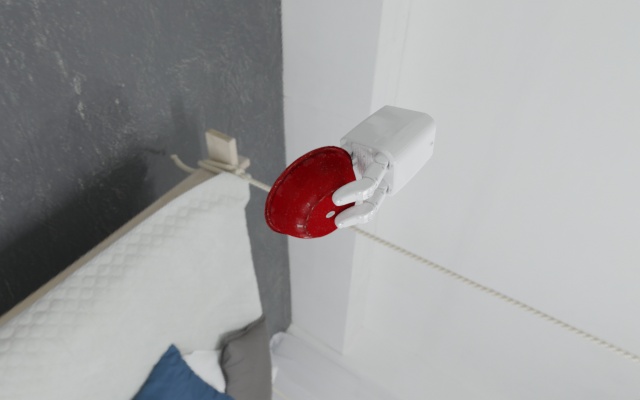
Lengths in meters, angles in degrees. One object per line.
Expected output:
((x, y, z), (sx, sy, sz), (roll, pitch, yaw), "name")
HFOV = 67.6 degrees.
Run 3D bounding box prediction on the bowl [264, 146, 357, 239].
((-0.001, 0.003, 0.696), (0.162, 0.162, 0.055), (0, 37, -47), "bowl")
